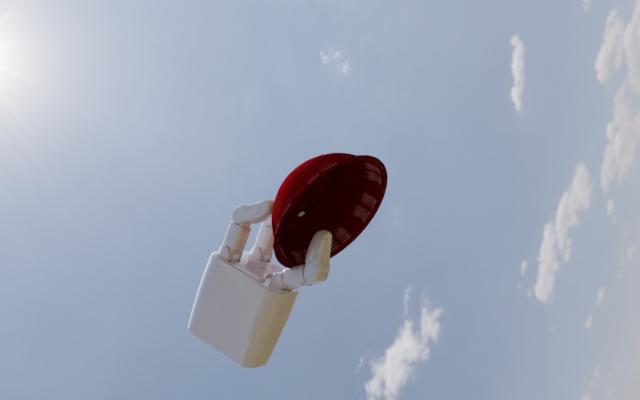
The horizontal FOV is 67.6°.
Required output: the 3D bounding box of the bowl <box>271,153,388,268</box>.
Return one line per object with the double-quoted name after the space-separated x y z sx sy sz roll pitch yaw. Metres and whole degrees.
0.001 0.001 0.552 0.162 0.162 0.055 0 37 -48 "bowl"
